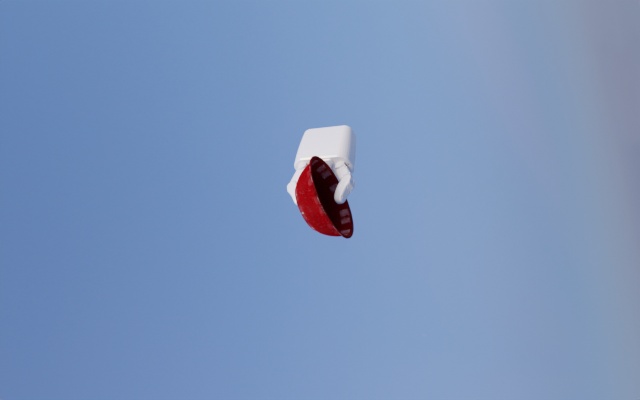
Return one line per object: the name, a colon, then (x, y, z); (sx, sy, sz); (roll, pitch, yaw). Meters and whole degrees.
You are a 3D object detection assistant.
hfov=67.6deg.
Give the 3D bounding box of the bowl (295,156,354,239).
bowl: (0.000, 0.004, 0.865); (0.055, 0.162, 0.162); (-24, -8, 18)
